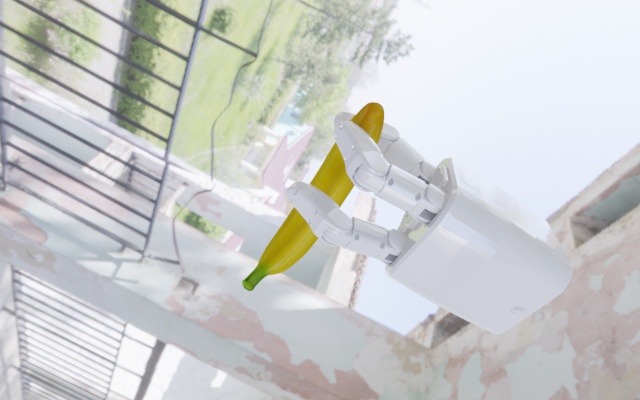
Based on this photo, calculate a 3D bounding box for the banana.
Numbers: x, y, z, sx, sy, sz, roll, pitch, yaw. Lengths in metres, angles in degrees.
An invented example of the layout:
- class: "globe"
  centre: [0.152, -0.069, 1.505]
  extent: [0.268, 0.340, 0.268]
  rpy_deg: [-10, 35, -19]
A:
- class: "banana"
  centre: [0.001, -0.001, 0.423]
  extent: [0.037, 0.198, 0.069]
  rpy_deg: [34, 17, -1]
